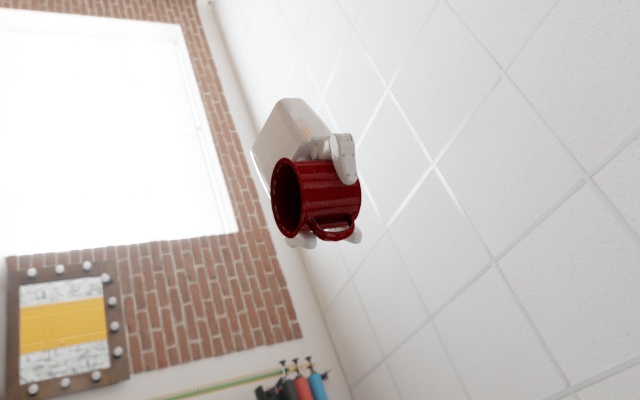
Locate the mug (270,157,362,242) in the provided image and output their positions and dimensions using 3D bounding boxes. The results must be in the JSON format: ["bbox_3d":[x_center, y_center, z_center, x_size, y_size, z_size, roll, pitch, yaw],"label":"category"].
[{"bbox_3d":[0.001,0.003,0.556,0.081,0.093,0.117,-5,42,-28],"label":"mug"}]
